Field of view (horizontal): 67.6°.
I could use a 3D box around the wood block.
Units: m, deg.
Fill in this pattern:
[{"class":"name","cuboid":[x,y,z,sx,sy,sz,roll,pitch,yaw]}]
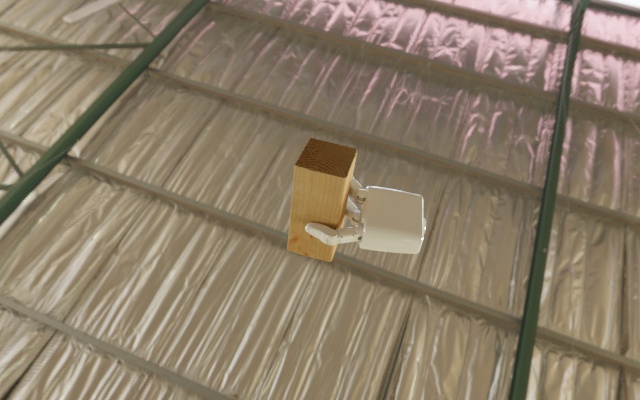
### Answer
[{"class":"wood block","cuboid":[0.000,0.003,0.871,0.090,0.206,0.090,15,41,8]}]
